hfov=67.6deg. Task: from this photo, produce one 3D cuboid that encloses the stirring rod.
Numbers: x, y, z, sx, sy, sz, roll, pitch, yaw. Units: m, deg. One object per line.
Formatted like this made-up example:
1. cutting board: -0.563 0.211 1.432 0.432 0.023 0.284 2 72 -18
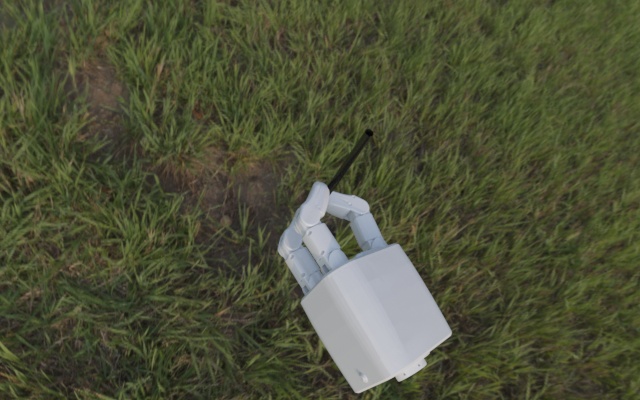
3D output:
1. stirring rod: 0.000 0.002 0.509 0.011 0.011 0.240 0 -30 -24
